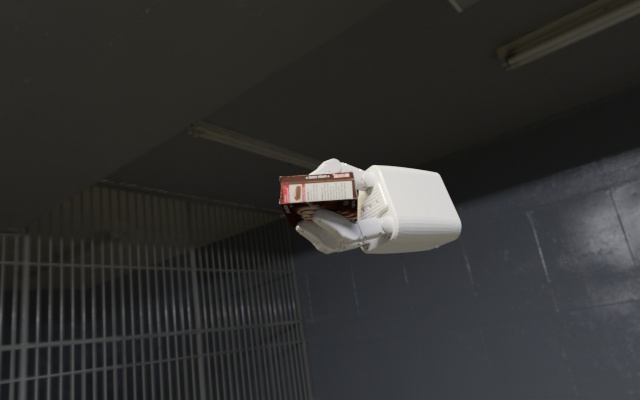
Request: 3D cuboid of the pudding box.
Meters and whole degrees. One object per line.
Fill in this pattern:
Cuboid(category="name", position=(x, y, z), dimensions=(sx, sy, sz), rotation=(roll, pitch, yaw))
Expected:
Cuboid(category="pudding box", position=(0.000, 0.002, 0.592), dimensions=(0.090, 0.039, 0.113), rotation=(-5, -19, 3))
